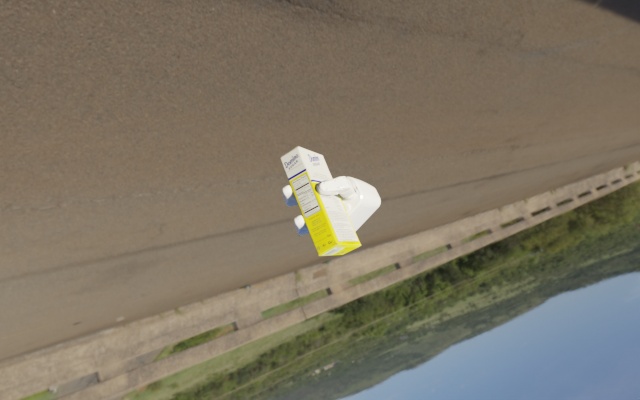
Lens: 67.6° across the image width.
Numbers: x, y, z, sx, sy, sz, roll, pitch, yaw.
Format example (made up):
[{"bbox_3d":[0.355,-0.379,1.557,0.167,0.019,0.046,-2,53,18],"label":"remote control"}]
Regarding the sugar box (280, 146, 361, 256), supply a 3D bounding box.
[{"bbox_3d":[0.000,0.003,0.788,0.048,0.176,0.093,-31,-18,21],"label":"sugar box"}]
